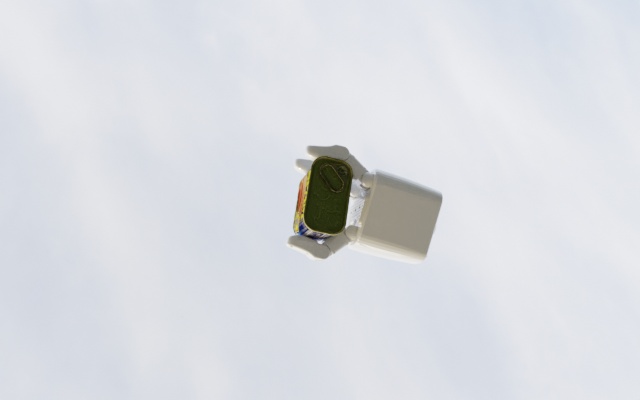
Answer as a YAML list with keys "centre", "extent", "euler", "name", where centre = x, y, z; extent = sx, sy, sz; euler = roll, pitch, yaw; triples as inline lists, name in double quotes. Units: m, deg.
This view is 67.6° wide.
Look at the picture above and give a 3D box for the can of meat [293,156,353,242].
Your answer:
- centre: [0.000, 0.002, 0.648]
  extent: [0.057, 0.102, 0.084]
  euler: [12, -16, -12]
  name: "can of meat"
